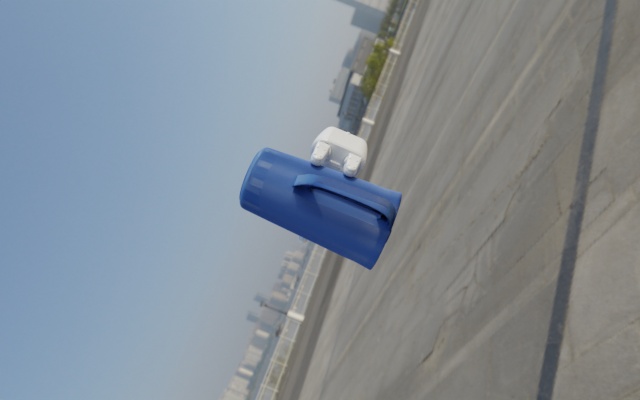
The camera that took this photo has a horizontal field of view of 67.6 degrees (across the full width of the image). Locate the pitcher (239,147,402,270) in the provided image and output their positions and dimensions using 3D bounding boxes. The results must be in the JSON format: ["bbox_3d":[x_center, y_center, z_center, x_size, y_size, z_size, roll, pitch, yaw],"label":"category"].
[{"bbox_3d":[0.000,0.002,0.760,0.243,0.149,0.145,22,28,1],"label":"pitcher"}]
